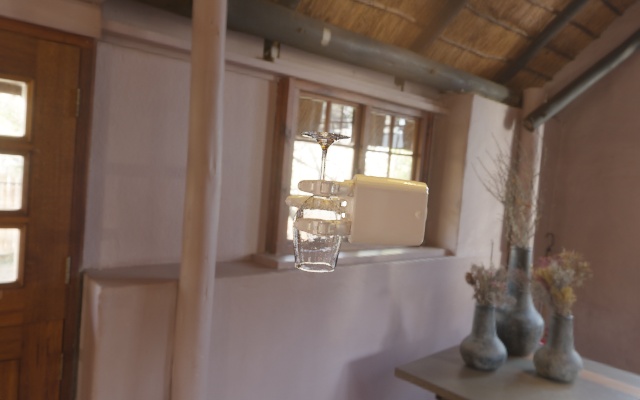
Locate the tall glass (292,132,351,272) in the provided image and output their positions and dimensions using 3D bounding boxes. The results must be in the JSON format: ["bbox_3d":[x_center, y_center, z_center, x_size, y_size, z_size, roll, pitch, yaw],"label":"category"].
[{"bbox_3d":[0.000,0.002,0.711,0.079,0.201,0.079,5,3,0],"label":"tall glass"}]
